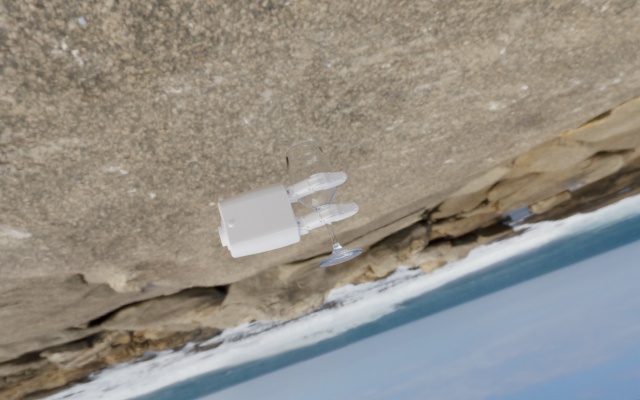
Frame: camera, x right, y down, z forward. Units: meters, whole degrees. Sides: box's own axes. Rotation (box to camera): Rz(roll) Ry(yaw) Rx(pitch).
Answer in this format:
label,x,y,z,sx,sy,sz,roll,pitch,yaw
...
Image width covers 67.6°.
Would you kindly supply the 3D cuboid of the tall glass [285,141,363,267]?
label,x,y,z,sx,sy,sz,roll,pitch,yaw
tall glass,0.000,0.003,0.787,0.079,0.201,0.079,-18,-17,-6
